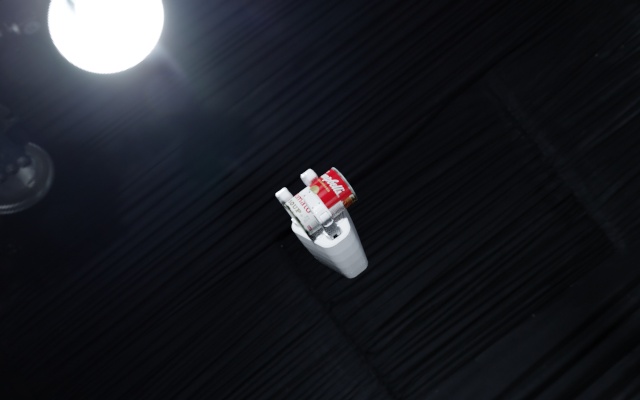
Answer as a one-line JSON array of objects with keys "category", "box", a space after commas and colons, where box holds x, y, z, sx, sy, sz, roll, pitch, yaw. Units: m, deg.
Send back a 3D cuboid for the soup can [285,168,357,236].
[{"category": "soup can", "box": [0.000, 0.002, 0.787, 0.102, 0.068, 0.068, -37, 4, -5]}]
